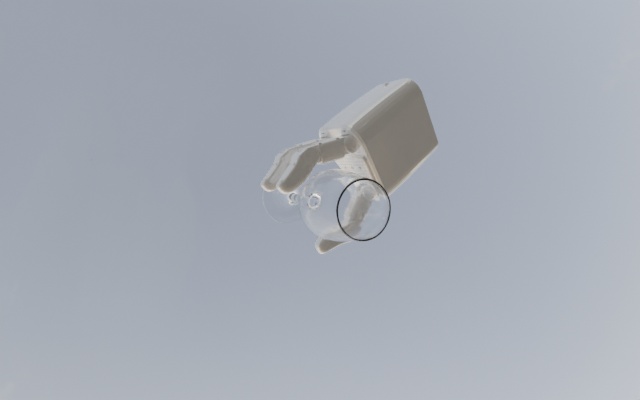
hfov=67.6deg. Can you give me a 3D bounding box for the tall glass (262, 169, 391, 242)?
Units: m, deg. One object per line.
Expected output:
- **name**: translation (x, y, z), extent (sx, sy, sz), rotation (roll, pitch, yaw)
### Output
- **tall glass**: translation (0.000, 0.002, 0.551), extent (0.079, 0.079, 0.201), rotation (0, 5, -25)
